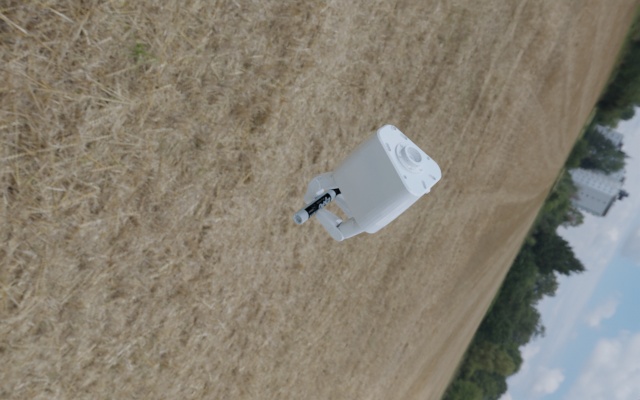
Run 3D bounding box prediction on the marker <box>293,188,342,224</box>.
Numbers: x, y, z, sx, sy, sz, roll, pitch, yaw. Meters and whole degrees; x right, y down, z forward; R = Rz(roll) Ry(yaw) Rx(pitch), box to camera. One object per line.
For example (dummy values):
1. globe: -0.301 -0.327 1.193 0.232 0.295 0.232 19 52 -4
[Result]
1. marker: 0.000 0.003 0.749 0.020 0.020 0.121 0 24 39
